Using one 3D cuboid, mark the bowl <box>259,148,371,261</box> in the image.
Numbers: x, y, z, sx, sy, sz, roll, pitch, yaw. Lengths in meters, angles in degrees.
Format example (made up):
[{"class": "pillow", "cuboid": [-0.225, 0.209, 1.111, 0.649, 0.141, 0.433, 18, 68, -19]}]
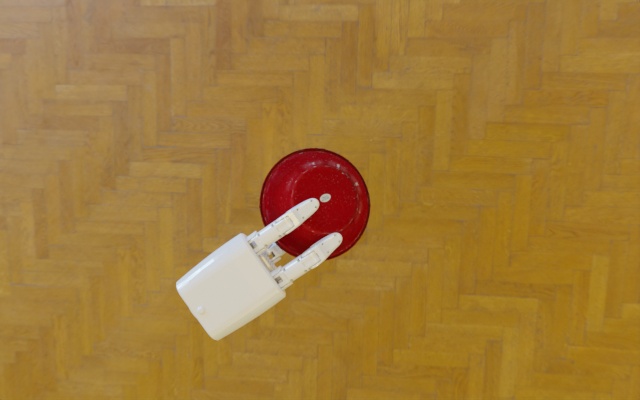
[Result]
[{"class": "bowl", "cuboid": [0.001, 0.001, 0.652, 0.162, 0.162, 0.055, 0, -7, -14]}]
